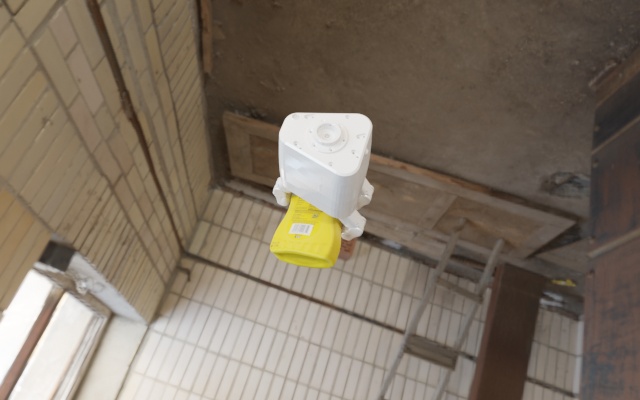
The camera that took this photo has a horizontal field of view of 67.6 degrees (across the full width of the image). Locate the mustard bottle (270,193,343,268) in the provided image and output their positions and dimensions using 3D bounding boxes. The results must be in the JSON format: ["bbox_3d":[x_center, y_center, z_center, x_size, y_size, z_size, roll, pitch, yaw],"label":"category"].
[{"bbox_3d":[0.000,0.003,0.705,0.096,0.191,0.058,3,-31,29],"label":"mustard bottle"}]
